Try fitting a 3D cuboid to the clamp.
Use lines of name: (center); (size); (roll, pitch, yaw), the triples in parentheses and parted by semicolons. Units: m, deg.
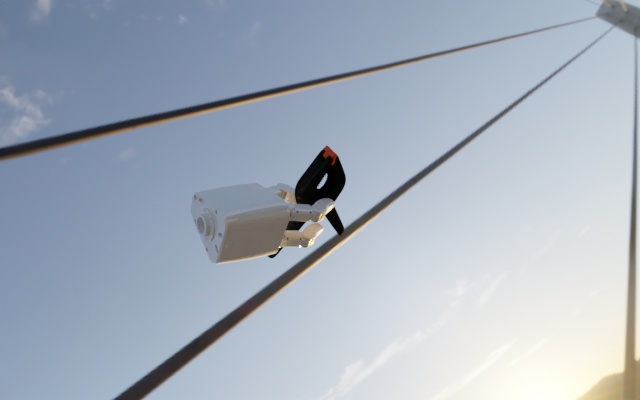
clamp: (0.000, 0.002, 0.803); (0.164, 0.210, 0.036); (-10, 44, -40)
